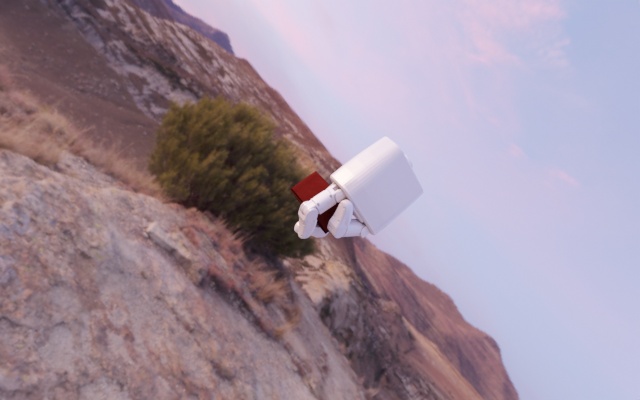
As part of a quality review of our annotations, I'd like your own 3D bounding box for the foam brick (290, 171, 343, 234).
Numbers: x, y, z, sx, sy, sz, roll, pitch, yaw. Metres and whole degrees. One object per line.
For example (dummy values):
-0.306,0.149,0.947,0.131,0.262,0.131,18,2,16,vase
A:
0.000,0.002,0.749,0.078,0.051,0.053,48,-5,41,foam brick
